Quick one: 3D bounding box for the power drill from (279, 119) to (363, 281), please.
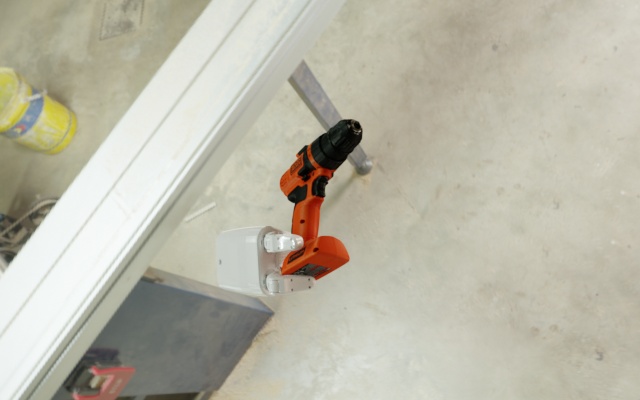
[{"bbox_3d":[0.000,0.003,0.645,0.057,0.187,0.184,16,-33,-25],"label":"power drill"}]
